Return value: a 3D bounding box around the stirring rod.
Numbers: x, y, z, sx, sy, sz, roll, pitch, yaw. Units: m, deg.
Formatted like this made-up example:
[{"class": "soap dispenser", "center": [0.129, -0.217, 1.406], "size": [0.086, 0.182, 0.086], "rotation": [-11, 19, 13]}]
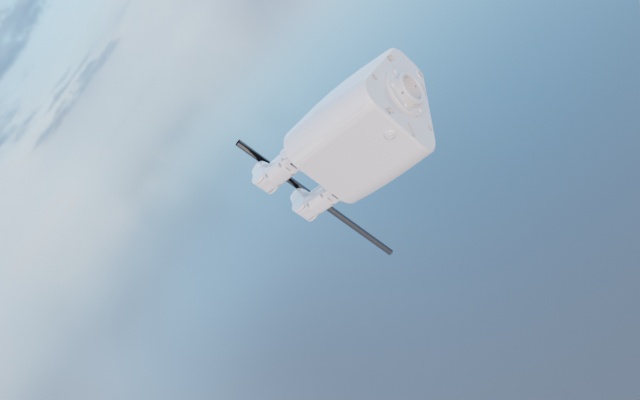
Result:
[{"class": "stirring rod", "center": [0.000, 0.002, 0.563], "size": [0.239, 0.011, 0.011], "rotation": [36, -16, -23]}]
